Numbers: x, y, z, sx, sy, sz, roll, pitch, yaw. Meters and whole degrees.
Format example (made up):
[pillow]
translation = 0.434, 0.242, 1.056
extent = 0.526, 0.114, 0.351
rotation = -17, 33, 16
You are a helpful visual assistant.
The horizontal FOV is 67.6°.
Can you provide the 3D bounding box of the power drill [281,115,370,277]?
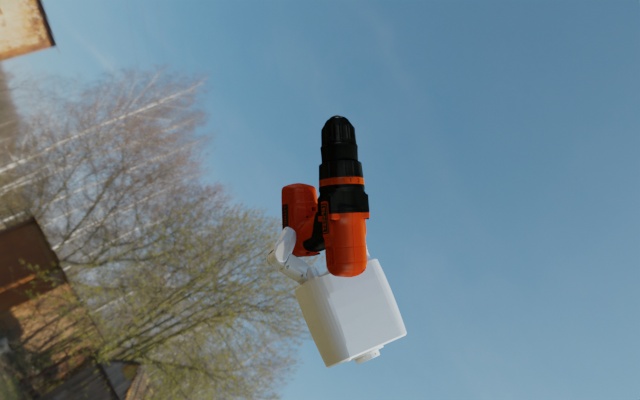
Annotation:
[power drill]
translation = 0.000, 0.002, 0.607
extent = 0.057, 0.184, 0.187
rotation = 0, -6, -19
